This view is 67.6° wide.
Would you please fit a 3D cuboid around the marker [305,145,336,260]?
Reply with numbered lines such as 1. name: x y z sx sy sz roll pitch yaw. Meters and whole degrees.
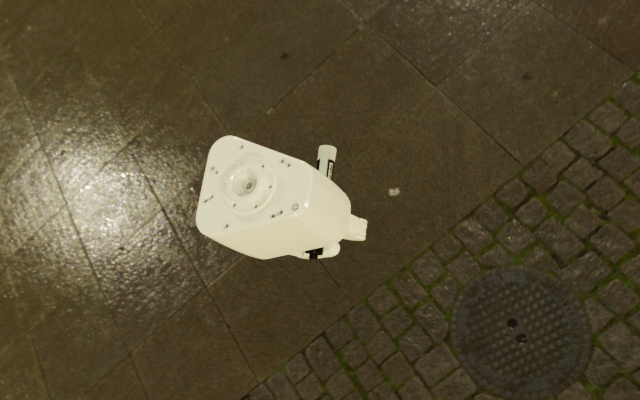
1. marker: 0.000 0.002 0.499 0.020 0.121 0.020 7 -13 2
